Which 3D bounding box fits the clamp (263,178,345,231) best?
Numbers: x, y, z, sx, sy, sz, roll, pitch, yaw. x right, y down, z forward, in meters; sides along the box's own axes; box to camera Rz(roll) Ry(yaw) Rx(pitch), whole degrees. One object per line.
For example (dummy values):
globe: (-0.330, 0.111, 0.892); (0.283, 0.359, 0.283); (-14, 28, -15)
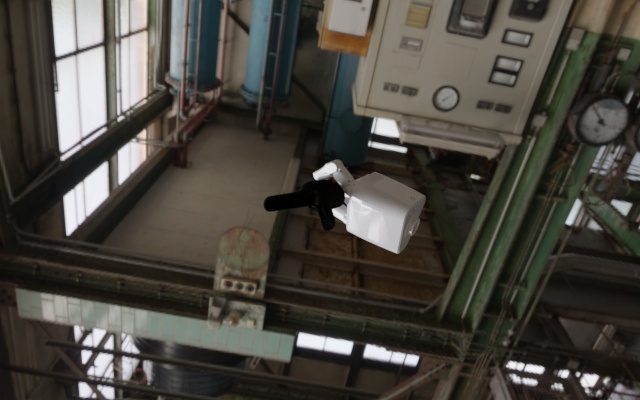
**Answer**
clamp: (0.000, 0.003, 0.796); (0.120, 0.039, 0.171); (28, 31, 23)
